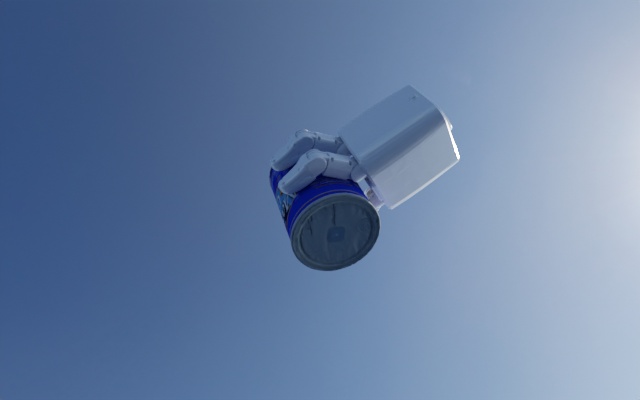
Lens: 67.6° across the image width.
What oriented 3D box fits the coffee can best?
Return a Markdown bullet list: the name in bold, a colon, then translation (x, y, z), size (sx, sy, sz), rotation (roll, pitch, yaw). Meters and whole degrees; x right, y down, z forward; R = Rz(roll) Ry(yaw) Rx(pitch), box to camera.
- **coffee can**: translation (0.000, 0.002, 0.580), size (0.103, 0.103, 0.140), rotation (0, 32, -18)
